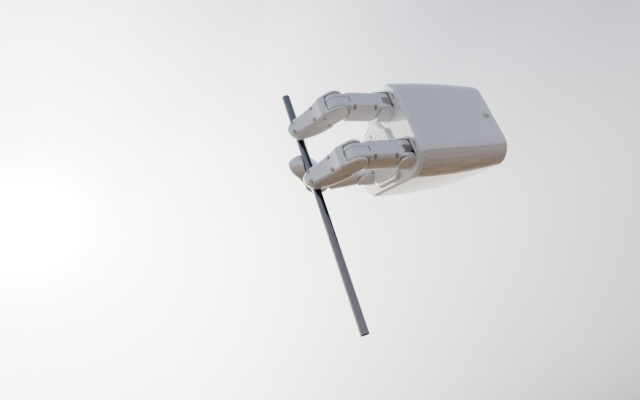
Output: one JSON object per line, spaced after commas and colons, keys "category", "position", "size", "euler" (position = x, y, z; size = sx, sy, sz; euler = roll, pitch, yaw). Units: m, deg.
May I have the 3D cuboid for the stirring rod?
{"category": "stirring rod", "position": [0.000, 0.001, 0.422], "size": [0.011, 0.239, 0.011], "euler": [-15, -25, -7]}
